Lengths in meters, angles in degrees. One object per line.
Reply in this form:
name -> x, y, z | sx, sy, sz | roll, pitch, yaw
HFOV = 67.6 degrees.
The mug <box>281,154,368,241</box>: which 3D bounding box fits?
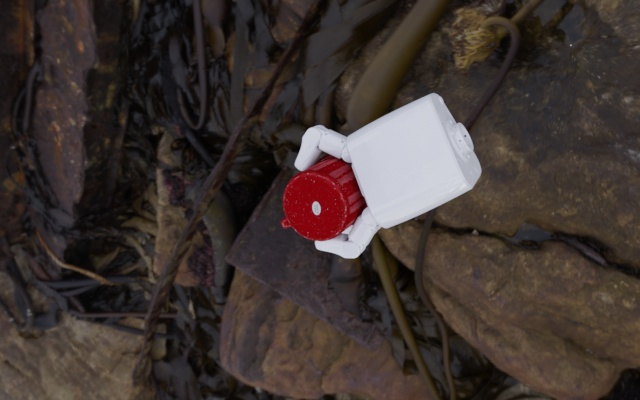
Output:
mug -> -0.001, 0.002, 0.558 | 0.117, 0.093, 0.081 | -27, 3, 30
